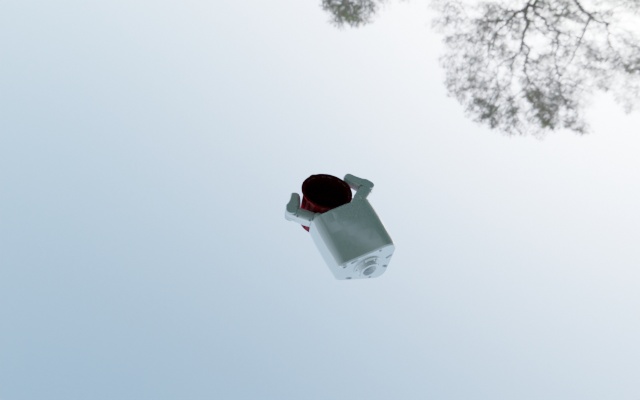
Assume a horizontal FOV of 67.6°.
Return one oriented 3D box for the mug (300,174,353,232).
[{"bbox_3d":[-0.001,0.002,0.882,0.093,0.082,0.117,-10,48,-23],"label":"mug"}]
